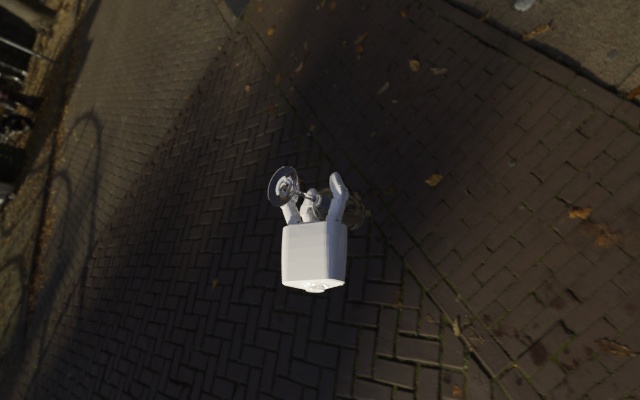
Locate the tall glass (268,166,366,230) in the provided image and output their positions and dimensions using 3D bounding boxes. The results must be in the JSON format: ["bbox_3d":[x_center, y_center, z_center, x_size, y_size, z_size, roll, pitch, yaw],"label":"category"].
[{"bbox_3d":[0.000,0.003,0.896,0.079,0.079,0.201,0,-16,44],"label":"tall glass"}]
